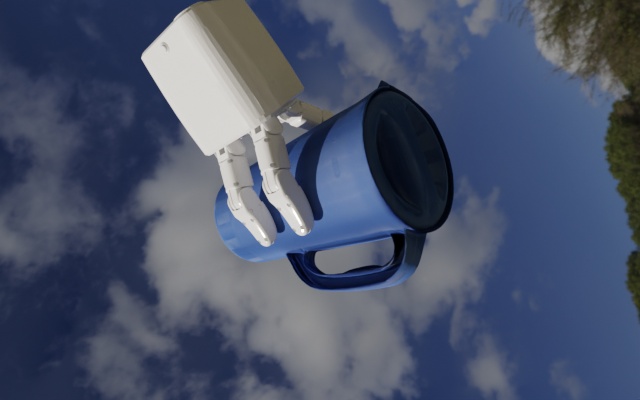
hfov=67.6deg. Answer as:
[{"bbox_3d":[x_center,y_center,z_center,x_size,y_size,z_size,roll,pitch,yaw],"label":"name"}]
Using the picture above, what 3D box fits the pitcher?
[{"bbox_3d":[0.000,0.001,0.484,0.243,0.145,0.149,-20,22,42],"label":"pitcher"}]
